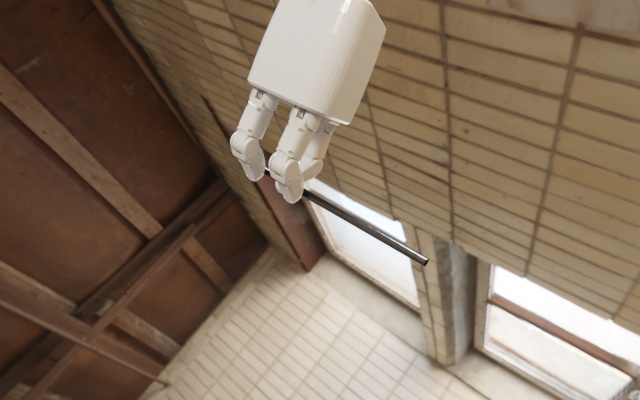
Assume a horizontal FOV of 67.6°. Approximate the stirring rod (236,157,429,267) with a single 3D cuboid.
[{"bbox_3d":[0.000,0.002,0.468,0.239,0.011,0.011,30,16,30],"label":"stirring rod"}]
